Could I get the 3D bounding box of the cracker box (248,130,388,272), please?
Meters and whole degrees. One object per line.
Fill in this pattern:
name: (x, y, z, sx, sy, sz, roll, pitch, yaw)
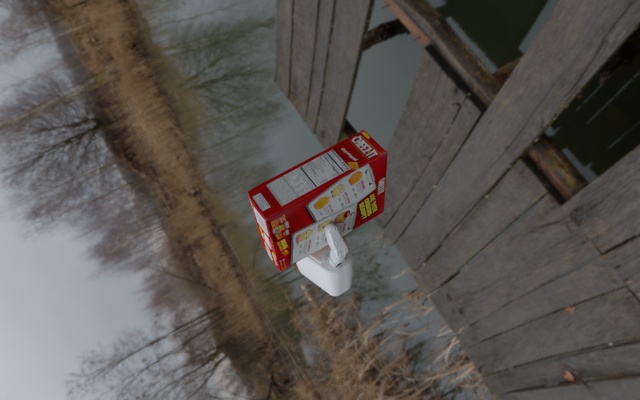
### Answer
cracker box: (0.000, 0.003, 0.768, 0.213, 0.072, 0.164, -30, -32, -15)
